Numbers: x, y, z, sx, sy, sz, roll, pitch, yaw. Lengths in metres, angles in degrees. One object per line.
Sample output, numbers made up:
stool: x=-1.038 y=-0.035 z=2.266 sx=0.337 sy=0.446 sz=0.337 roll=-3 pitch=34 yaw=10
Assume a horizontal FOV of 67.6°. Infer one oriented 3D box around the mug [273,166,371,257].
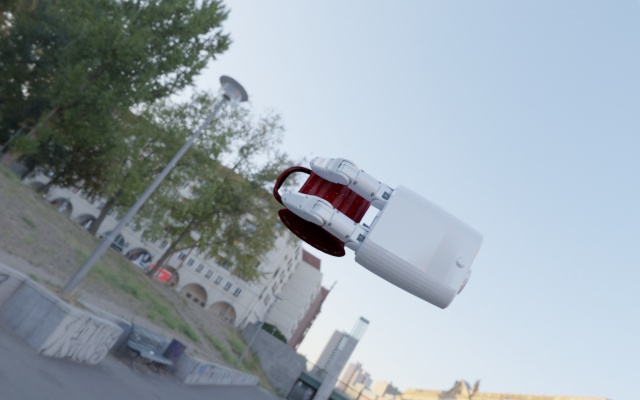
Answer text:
mug: x=-0.001 y=0.001 z=0.569 sx=0.117 sy=0.081 sz=0.093 roll=32 pitch=-20 yaw=8
